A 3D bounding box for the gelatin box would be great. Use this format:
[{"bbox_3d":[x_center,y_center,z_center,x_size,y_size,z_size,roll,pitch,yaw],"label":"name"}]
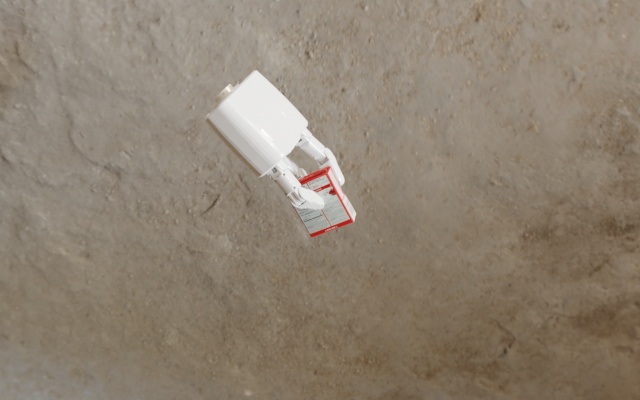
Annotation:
[{"bbox_3d":[0.000,0.003,0.701,0.073,0.089,0.030,-22,19,22],"label":"gelatin box"}]
